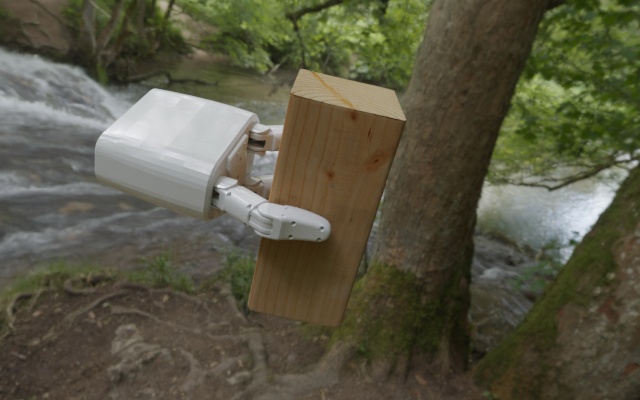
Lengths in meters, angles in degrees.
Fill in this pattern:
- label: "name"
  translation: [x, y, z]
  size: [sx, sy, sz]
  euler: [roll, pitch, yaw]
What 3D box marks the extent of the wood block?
- label: "wood block"
  translation: [0.000, 0.001, 0.433]
  size: [0.090, 0.206, 0.090]
  euler: [12, 27, -3]
